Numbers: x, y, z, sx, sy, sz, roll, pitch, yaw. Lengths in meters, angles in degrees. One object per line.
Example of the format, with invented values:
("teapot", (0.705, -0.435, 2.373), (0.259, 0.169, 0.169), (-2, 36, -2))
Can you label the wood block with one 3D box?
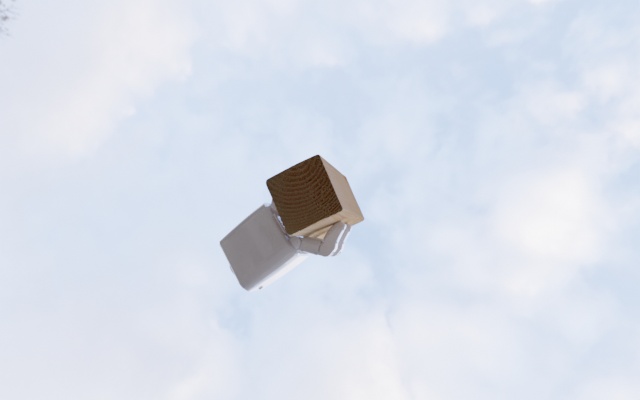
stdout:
("wood block", (0.000, 0.002, 0.768), (0.090, 0.091, 0.206), (-26, -11, 10))
